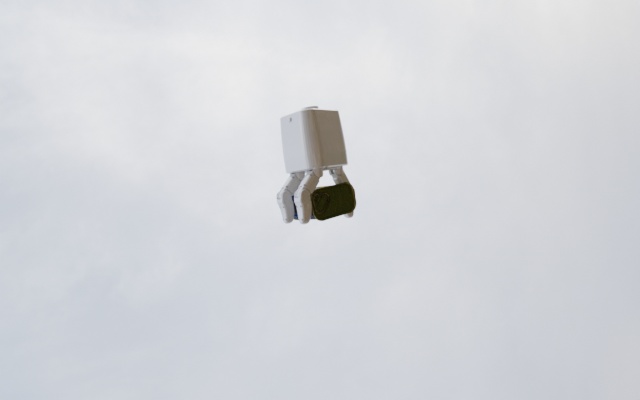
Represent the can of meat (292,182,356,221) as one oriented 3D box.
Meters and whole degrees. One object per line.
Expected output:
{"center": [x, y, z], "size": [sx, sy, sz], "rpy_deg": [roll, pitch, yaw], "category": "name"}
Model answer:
{"center": [0.000, 0.003, 0.884], "size": [0.102, 0.057, 0.084], "rpy_deg": [-15, 7, -37], "category": "can of meat"}
